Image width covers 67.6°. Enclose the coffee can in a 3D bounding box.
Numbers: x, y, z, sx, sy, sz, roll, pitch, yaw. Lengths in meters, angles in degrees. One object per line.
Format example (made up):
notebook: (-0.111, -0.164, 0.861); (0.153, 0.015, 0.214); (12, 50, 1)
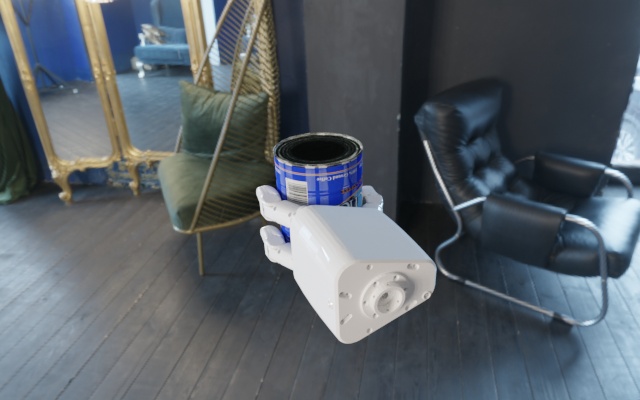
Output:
coffee can: (0.000, 0.002, 0.571); (0.103, 0.140, 0.102); (-2, 27, 1)
